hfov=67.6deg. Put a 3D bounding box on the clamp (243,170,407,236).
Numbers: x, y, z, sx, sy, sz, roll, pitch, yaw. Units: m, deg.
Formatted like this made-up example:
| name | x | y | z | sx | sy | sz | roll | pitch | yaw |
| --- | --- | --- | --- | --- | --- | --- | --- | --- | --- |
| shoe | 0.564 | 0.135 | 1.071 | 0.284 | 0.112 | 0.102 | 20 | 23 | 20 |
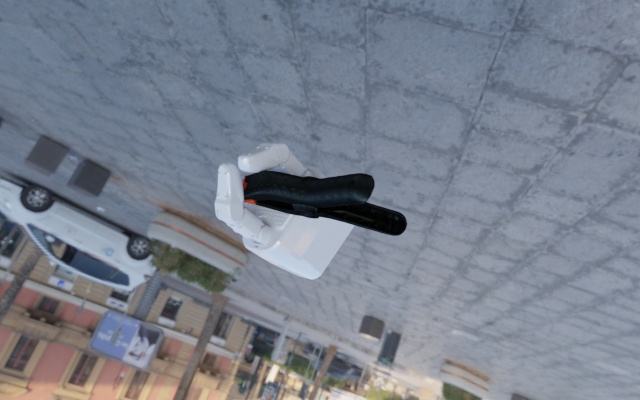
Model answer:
| name | x | y | z | sx | sy | sz | roll | pitch | yaw |
| --- | --- | --- | --- | --- | --- | --- | --- | --- | --- |
| clamp | 0.000 | 0.002 | 0.470 | 0.171 | 0.039 | 0.120 | 8 | -22 | 36 |
